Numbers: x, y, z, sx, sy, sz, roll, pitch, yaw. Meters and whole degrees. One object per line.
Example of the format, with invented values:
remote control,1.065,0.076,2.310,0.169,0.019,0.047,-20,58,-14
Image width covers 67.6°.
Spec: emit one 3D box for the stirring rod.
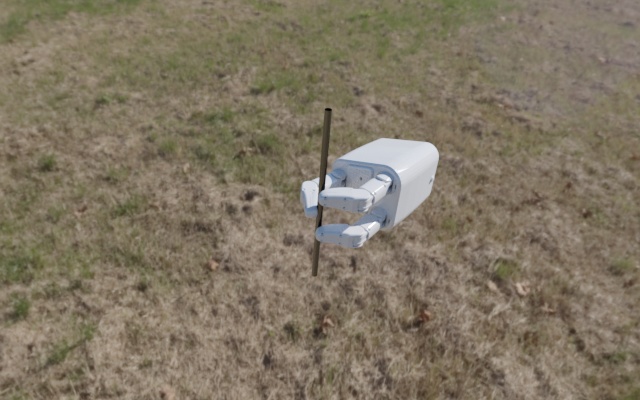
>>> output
stirring rod,0.000,0.002,0.574,0.011,0.240,0.011,3,35,-2
